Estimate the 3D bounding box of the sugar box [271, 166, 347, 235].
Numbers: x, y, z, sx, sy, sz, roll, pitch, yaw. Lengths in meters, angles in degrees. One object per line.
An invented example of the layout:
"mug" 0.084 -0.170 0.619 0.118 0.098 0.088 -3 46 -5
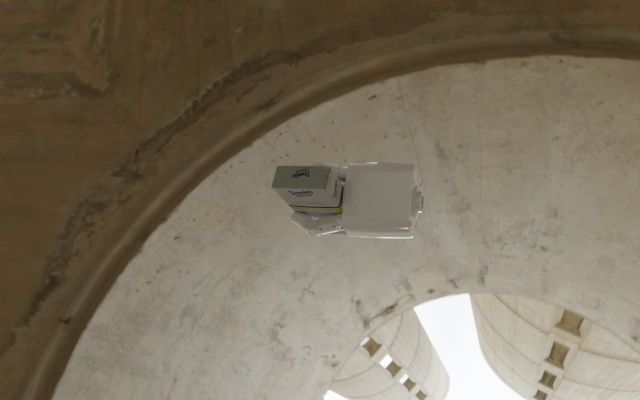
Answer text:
"sugar box" 0.000 0.002 0.783 0.093 0.048 0.176 2 -27 23
